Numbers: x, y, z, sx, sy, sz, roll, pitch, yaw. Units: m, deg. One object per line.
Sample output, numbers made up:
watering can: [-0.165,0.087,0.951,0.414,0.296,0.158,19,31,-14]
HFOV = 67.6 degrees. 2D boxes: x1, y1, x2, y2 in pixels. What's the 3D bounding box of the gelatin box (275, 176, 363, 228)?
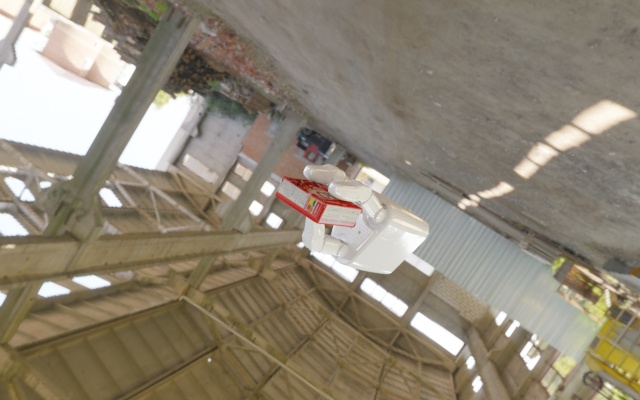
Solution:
gelatin box: [0.000,0.002,0.590,0.073,0.030,0.089,33,14,32]
